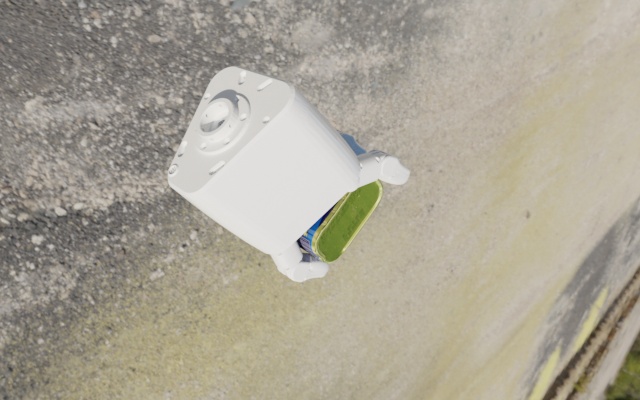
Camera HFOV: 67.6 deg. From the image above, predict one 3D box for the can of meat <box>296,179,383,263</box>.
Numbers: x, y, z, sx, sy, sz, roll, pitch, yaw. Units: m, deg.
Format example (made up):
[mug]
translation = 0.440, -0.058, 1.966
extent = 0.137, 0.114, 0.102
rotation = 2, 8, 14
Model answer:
[can of meat]
translation = 0.000, 0.002, 0.473
extent = 0.084, 0.102, 0.057
rotation = 27, -14, 39
